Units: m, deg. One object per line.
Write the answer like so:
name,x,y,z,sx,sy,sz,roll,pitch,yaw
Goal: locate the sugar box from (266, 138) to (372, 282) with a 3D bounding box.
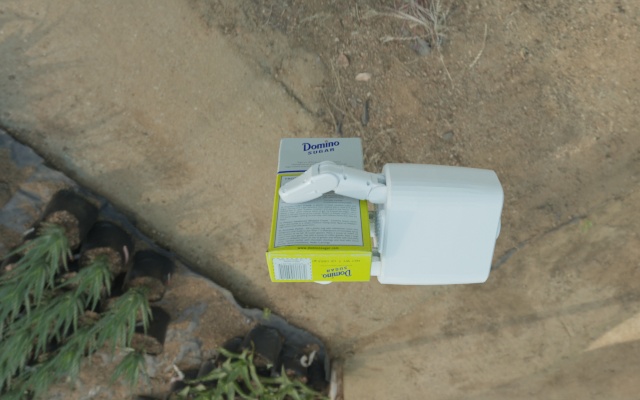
sugar box,0.000,0.002,0.485,0.093,0.048,0.176,0,39,1
